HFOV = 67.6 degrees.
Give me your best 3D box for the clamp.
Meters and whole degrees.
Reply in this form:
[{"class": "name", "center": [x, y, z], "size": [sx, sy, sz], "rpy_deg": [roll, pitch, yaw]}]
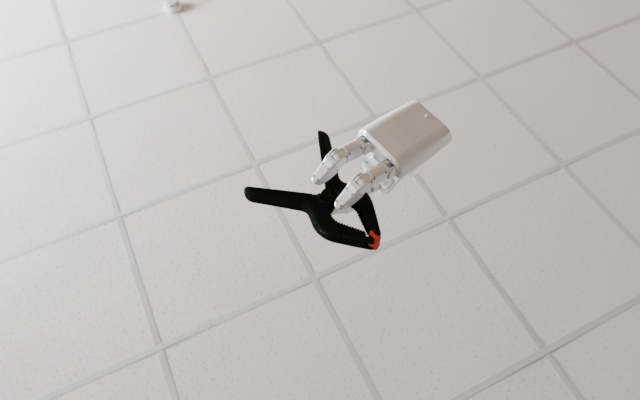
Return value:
[{"class": "clamp", "center": [0.001, 0.003, 0.699], "size": [0.164, 0.210, 0.036], "rpy_deg": [-34, -26, -15]}]
